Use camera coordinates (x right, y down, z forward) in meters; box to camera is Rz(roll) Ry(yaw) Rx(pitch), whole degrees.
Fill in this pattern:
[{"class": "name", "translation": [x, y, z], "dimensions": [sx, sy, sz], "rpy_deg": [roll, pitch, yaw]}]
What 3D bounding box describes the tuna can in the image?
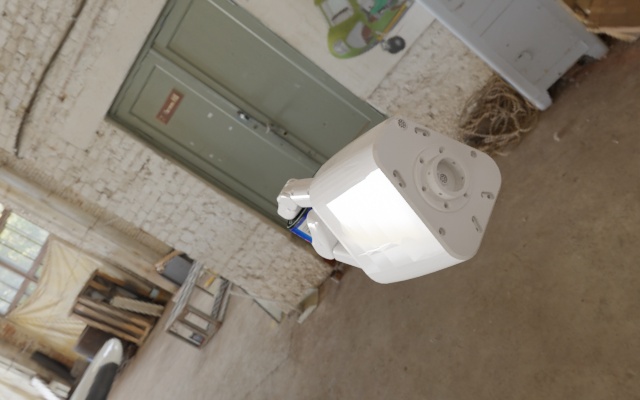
[{"class": "tuna can", "translation": [0.000, 0.001, 0.504], "dimensions": [0.034, 0.086, 0.086], "rpy_deg": [31, -6, -10]}]
